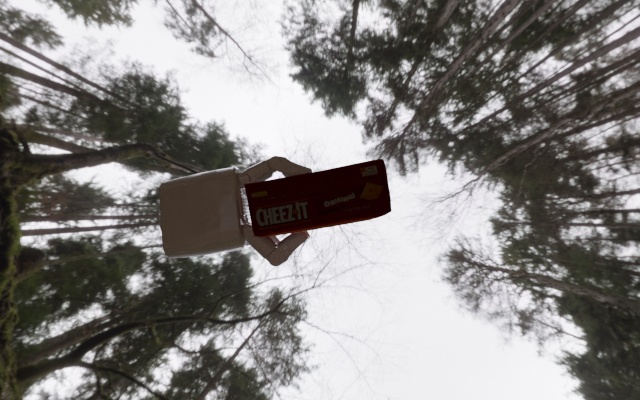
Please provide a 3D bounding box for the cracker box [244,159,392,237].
[{"bbox_3d":[0.000,0.002,0.645,0.164,0.072,0.214,-11,-2,1],"label":"cracker box"}]
